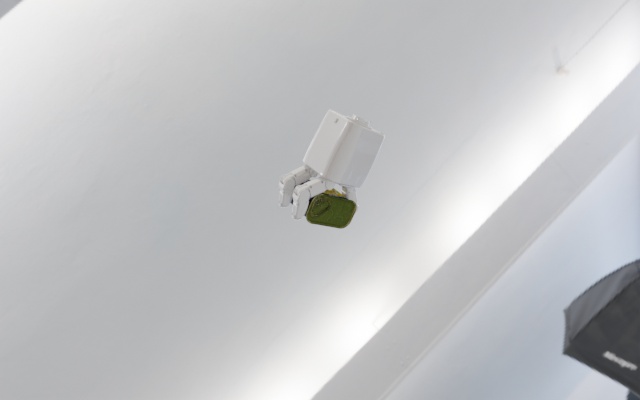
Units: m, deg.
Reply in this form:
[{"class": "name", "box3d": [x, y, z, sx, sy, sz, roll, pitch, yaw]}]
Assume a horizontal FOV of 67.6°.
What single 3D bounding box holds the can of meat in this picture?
[{"class": "can of meat", "box3d": [0.000, 0.003, 0.869, 0.102, 0.057, 0.084, 12, 19, -38]}]
